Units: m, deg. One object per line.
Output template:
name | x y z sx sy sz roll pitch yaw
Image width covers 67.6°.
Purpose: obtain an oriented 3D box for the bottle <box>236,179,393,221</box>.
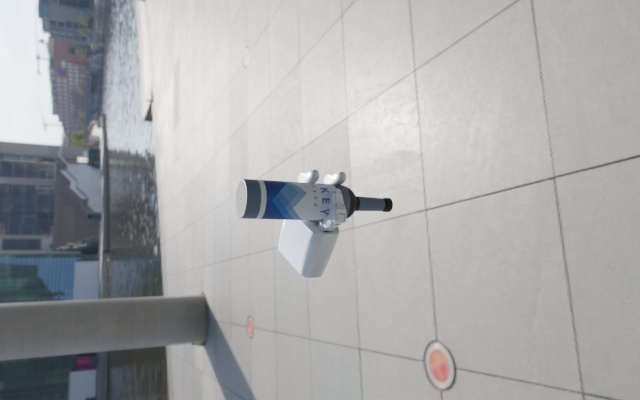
bottle | 0.000 0.003 0.859 0.296 0.069 0.069 3 -1 -26
